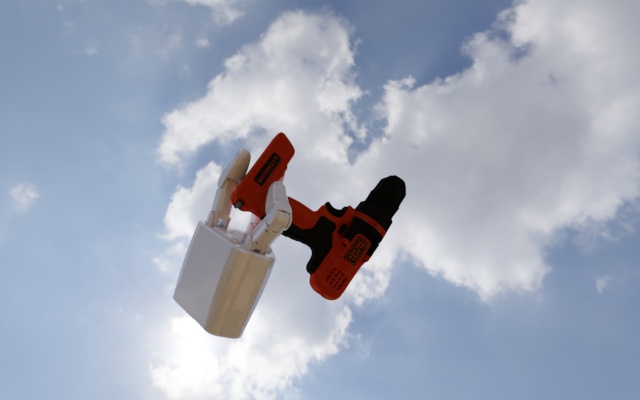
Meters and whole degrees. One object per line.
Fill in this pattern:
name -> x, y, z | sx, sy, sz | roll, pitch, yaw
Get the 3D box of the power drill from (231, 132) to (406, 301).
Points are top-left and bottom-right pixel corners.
power drill -> 0.000, 0.002, 0.592 | 0.187, 0.184, 0.057 | 38, -16, -9
